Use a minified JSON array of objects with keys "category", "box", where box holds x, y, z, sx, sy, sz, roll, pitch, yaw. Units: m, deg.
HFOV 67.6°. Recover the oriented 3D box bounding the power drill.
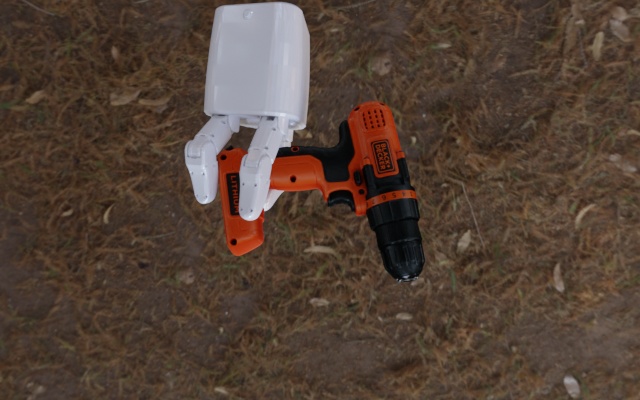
[{"category":"power drill","box":[0.000,0.001,0.473,0.187,0.184,0.057,-10,-17,-2]}]
